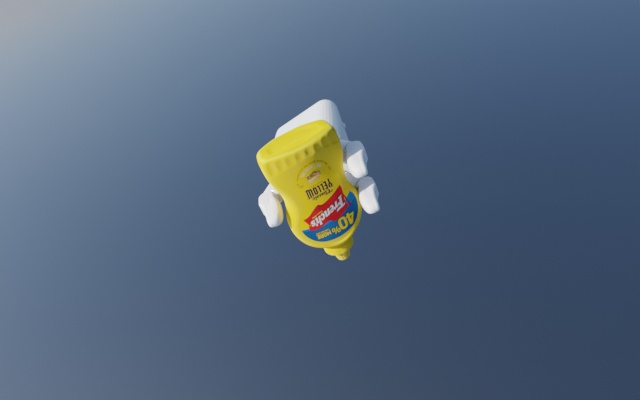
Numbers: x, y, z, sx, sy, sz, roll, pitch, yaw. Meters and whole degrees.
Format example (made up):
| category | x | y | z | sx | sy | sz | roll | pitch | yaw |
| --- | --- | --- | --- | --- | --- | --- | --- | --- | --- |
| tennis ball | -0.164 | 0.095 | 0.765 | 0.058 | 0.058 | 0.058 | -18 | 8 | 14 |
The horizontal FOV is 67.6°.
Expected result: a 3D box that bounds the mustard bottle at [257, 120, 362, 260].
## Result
| category | x | y | z | sx | sy | sz | roll | pitch | yaw |
| --- | --- | --- | --- | --- | --- | --- | --- | --- | --- |
| mustard bottle | 0.000 | 0.002 | 0.598 | 0.096 | 0.192 | 0.058 | -30 | 34 | -9 |
